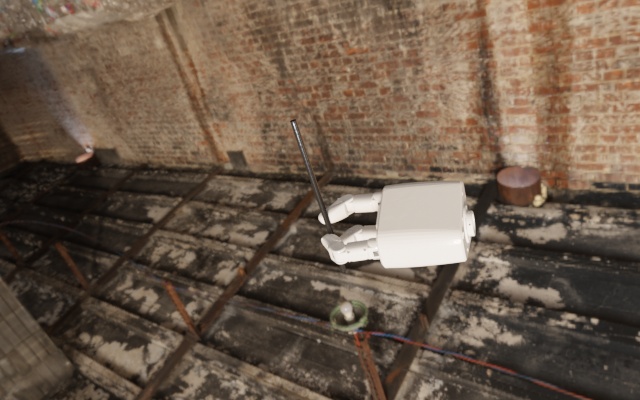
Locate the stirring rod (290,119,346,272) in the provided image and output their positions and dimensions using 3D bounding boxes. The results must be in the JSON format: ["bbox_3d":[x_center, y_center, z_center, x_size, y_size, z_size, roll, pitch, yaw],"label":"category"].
[{"bbox_3d":[0.000,0.002,0.646,0.011,0.240,0.011,-14,28,8],"label":"stirring rod"}]
